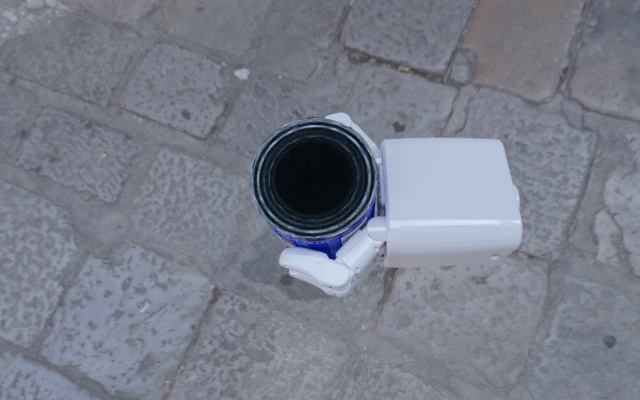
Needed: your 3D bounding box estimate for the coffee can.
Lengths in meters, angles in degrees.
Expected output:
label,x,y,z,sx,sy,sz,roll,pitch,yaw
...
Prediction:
label,x,y,z,sx,sy,sz,roll,pitch,yaw
coffee can,0.000,0.001,0.440,0.103,0.102,0.140,0,-17,5
